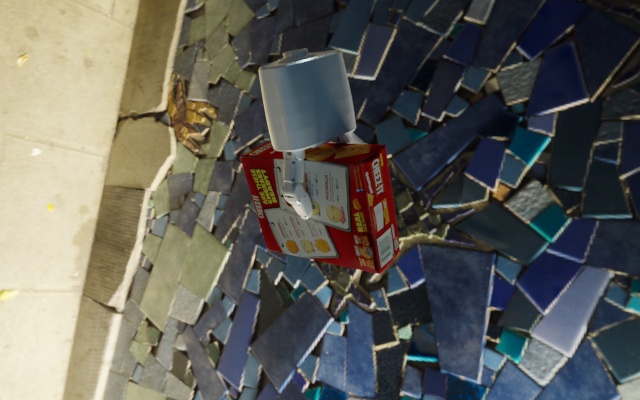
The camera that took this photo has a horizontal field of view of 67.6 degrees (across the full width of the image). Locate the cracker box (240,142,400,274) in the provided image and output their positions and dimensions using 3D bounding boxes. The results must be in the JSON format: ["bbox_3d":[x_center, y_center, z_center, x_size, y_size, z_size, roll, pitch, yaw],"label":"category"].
[{"bbox_3d":[0.000,0.002,0.686,0.213,0.164,0.072,7,30,38],"label":"cracker box"}]
